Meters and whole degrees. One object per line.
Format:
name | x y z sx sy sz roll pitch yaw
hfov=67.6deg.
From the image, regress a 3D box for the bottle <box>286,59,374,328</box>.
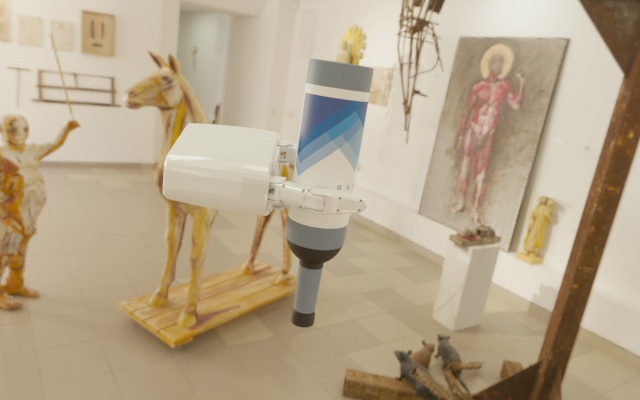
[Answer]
bottle | 0.000 0.001 0.522 0.069 0.296 0.069 8 15 -2
